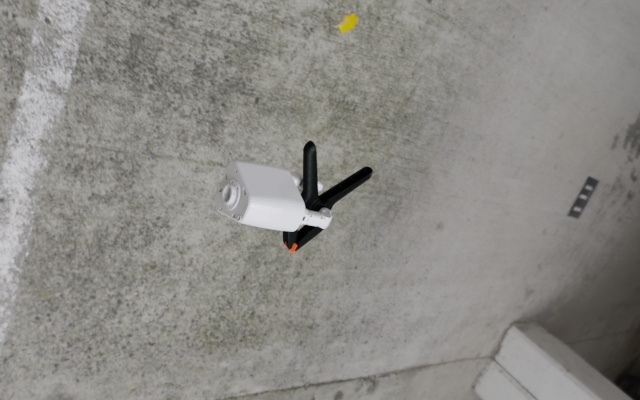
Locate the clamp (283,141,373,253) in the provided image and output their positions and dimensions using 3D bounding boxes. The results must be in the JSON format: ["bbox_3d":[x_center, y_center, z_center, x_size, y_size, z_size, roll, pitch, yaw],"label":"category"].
[{"bbox_3d":[0.000,0.004,0.871,0.164,0.210,0.036,11,23,-38],"label":"clamp"}]
